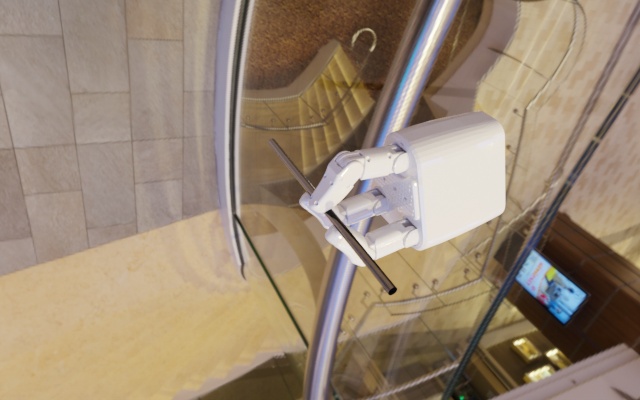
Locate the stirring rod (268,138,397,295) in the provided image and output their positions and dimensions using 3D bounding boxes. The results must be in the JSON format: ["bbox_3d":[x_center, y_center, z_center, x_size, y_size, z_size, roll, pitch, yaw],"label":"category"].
[{"bbox_3d":[0.000,0.001,0.439,0.011,0.011,0.239,0,33,-32],"label":"stirring rod"}]
